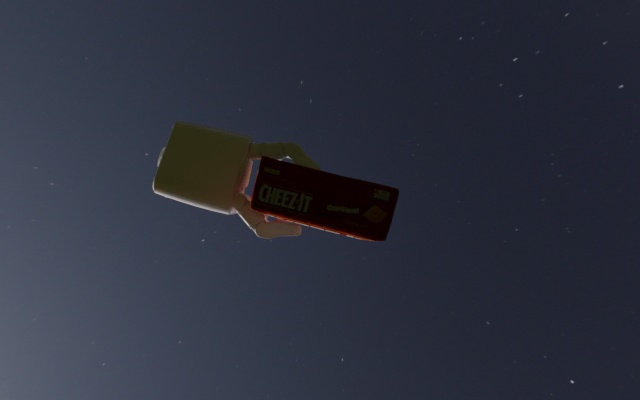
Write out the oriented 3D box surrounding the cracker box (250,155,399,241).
[{"bbox_3d":[0.000,0.002,0.645,0.164,0.072,0.213,13,-1,-2],"label":"cracker box"}]
